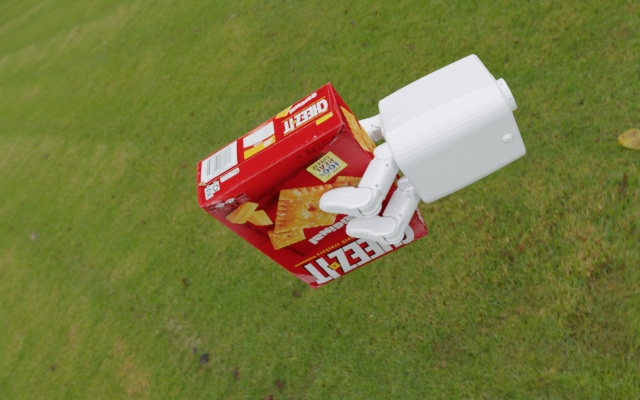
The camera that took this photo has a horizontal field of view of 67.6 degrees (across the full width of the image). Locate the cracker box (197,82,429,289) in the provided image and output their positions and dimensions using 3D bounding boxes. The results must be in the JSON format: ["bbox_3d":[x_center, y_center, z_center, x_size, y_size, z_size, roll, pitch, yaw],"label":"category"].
[{"bbox_3d":[0.000,0.001,0.516,0.164,0.072,0.214,-28,-43,17],"label":"cracker box"}]
